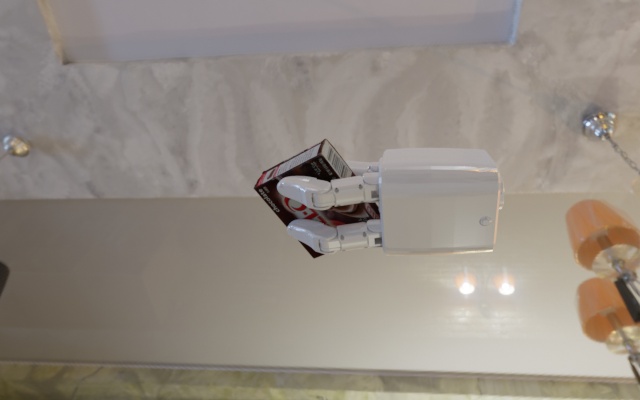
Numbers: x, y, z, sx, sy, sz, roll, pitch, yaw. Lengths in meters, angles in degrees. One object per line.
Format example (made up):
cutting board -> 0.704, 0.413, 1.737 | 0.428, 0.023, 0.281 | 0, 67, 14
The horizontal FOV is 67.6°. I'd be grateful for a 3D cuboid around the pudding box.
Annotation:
pudding box -> 0.000, 0.002, 0.506 | 0.090, 0.113, 0.039 | -25, 25, 28
